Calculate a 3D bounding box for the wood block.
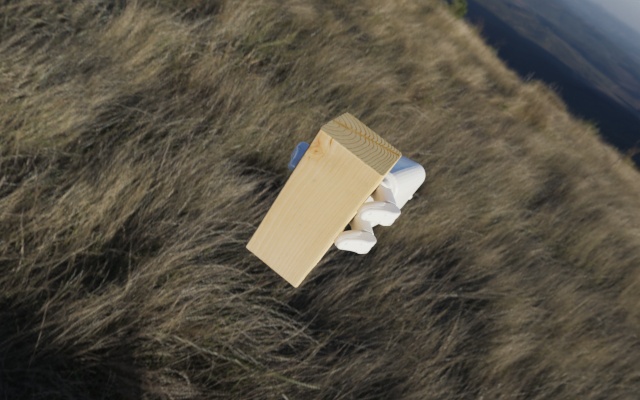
[{"bbox_3d":[0.000,0.002,0.614,0.091,0.206,0.090,38,32,6],"label":"wood block"}]
